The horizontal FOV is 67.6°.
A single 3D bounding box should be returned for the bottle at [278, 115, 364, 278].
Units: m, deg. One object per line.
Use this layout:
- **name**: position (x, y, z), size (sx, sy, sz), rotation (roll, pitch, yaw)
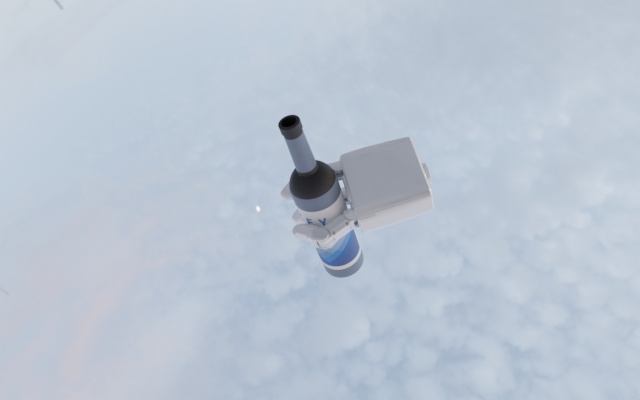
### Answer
- **bottle**: position (0.000, 0.002, 0.670), size (0.069, 0.069, 0.296), rotation (0, -40, 20)
